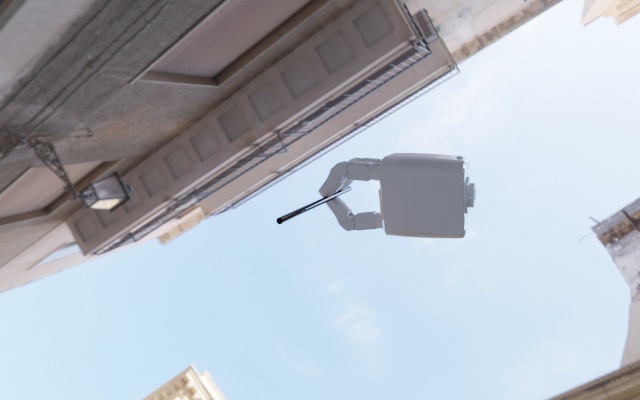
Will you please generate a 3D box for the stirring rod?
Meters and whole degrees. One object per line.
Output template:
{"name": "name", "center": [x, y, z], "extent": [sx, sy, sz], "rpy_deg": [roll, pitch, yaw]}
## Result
{"name": "stirring rod", "center": [0.000, 0.002, 0.634], "extent": [0.011, 0.011, 0.239], "rpy_deg": [0, 10, 22]}
